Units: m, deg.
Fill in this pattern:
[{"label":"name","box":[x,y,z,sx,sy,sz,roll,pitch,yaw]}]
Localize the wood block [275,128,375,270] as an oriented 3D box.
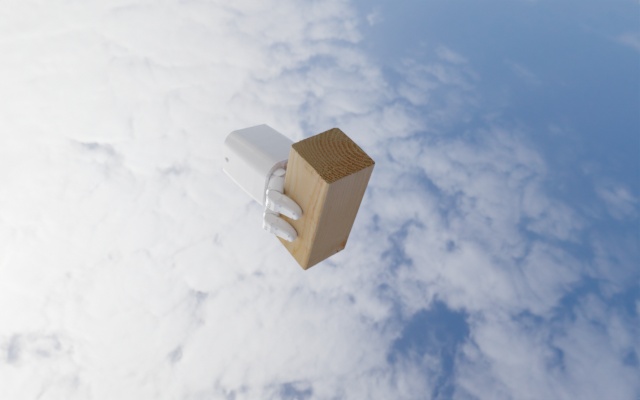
[{"label":"wood block","box":[0.000,0.002,0.742,0.091,0.090,0.206,-26,-31,-31]}]
